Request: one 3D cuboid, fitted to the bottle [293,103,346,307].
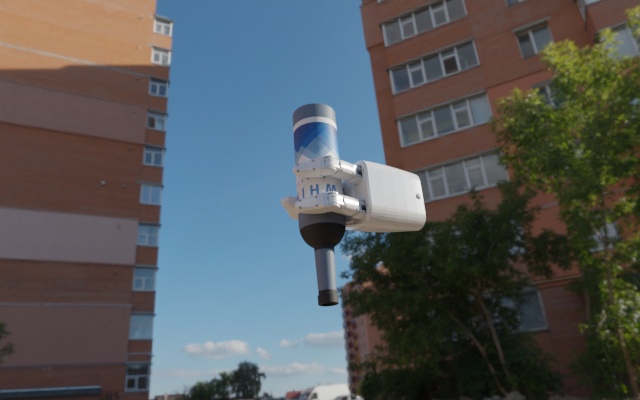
[{"bbox_3d":[0.000,0.002,0.686,0.069,0.295,0.069,-4,-23,-2],"label":"bottle"}]
